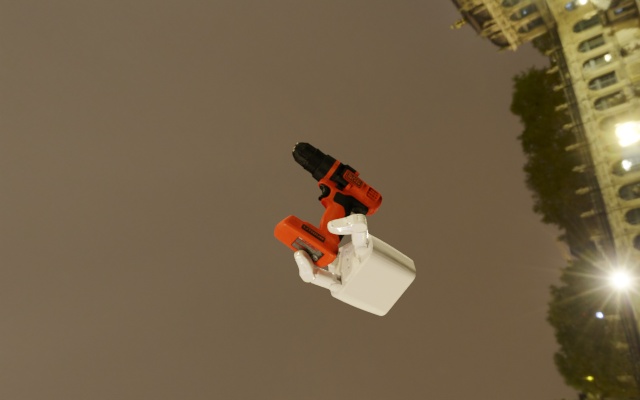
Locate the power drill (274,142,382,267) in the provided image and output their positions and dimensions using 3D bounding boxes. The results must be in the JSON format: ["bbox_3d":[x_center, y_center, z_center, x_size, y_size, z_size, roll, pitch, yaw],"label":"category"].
[{"bbox_3d":[0.000,0.003,0.801,0.184,0.187,0.057,35,-37,-2],"label":"power drill"}]
